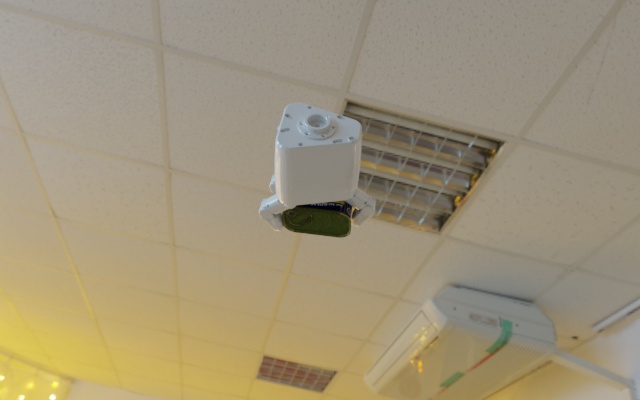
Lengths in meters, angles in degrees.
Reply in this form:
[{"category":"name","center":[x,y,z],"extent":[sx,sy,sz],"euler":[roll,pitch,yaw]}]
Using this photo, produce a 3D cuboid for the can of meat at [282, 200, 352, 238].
[{"category":"can of meat","center":[0.000,0.002,0.721],"extent":[0.102,0.084,0.057],"euler":[6,-39,6]}]
